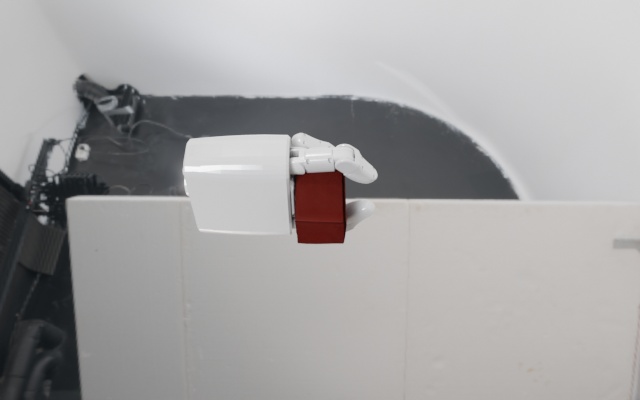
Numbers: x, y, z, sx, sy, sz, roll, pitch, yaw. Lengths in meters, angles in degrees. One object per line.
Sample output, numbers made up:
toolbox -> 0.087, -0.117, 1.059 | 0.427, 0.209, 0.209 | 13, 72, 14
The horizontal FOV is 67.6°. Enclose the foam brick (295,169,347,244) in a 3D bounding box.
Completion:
foam brick -> 0.000, 0.002, 0.505 | 0.051, 0.078, 0.053 | 0, -30, 0
